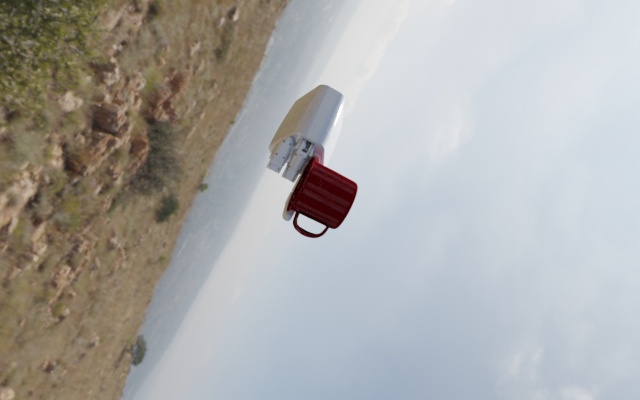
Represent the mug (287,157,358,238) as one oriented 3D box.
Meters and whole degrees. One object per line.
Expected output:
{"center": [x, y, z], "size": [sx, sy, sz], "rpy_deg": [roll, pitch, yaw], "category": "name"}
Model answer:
{"center": [0.000, 0.004, 0.726], "size": [0.081, 0.117, 0.093], "rpy_deg": [26, -22, -8], "category": "mug"}
